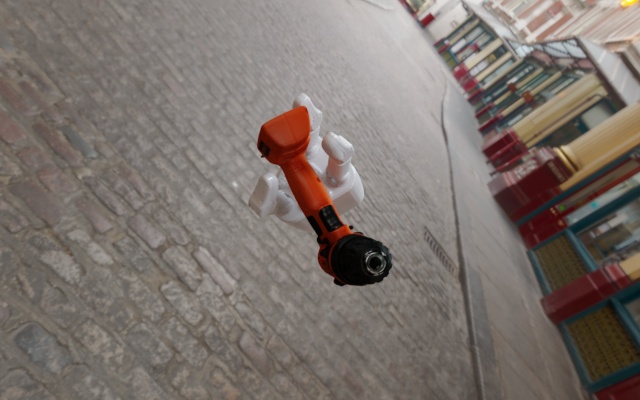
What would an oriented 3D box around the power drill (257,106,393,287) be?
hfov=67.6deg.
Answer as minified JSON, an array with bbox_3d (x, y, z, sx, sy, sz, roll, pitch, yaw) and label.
[{"bbox_3d":[0.000,0.001,0.496,0.057,0.187,0.184,-26,0,-13],"label":"power drill"}]
